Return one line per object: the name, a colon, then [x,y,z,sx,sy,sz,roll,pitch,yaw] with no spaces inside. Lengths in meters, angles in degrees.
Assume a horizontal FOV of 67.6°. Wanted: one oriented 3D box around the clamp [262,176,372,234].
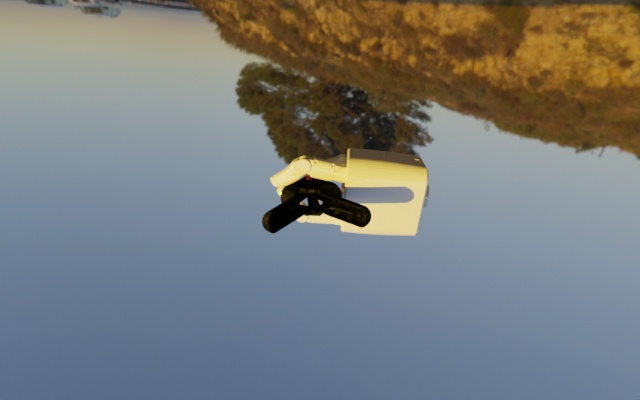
clamp: [0.000,0.002,0.592,0.120,0.039,0.171,5,19,2]
